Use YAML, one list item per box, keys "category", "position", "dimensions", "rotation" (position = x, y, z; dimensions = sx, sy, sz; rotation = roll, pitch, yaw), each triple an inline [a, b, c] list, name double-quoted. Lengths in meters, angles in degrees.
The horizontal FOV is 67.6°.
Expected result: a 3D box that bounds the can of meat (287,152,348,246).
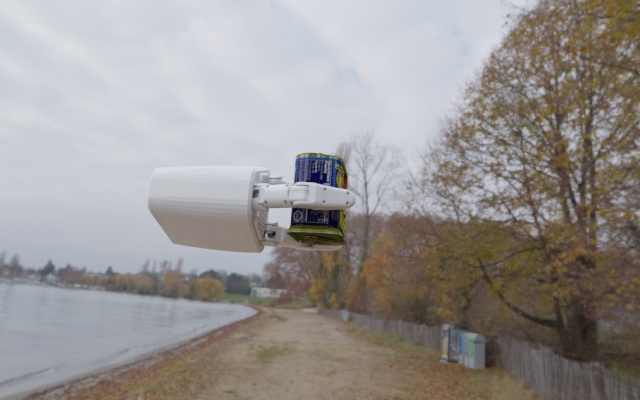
- category: "can of meat"
  position: [0.000, 0.001, 0.524]
  dimensions: [0.057, 0.084, 0.102]
  rotation: [2, -12, 7]
